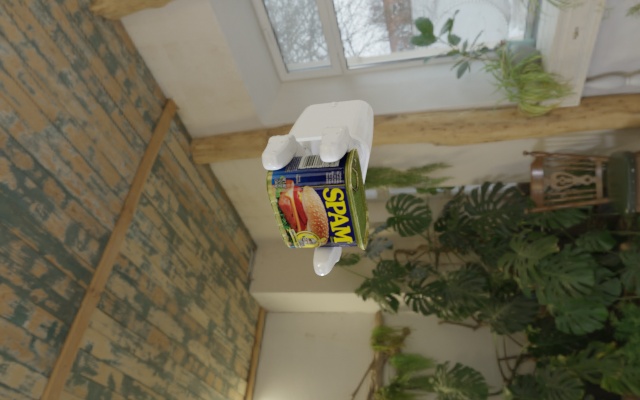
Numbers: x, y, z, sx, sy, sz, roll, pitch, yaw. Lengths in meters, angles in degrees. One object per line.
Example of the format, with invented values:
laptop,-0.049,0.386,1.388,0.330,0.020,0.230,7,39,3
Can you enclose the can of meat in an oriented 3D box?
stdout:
can of meat,0.000,0.002,0.482,0.084,0.102,0.057,-3,38,14
